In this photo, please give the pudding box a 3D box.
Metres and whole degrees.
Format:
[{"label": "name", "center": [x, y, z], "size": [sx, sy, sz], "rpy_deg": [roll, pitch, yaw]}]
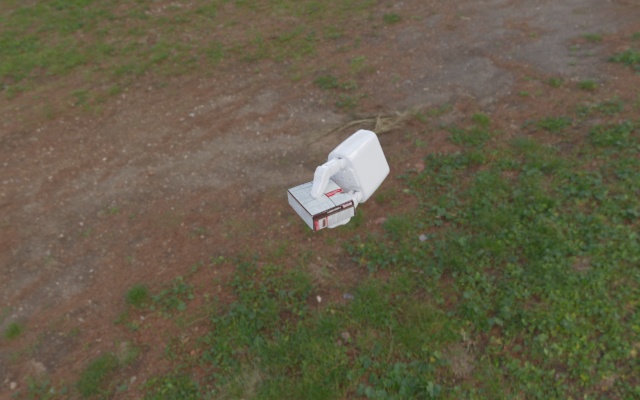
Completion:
[{"label": "pudding box", "center": [0.000, 0.003, 0.893], "size": [0.090, 0.039, 0.113], "rpy_deg": [-22, 35, -18]}]
